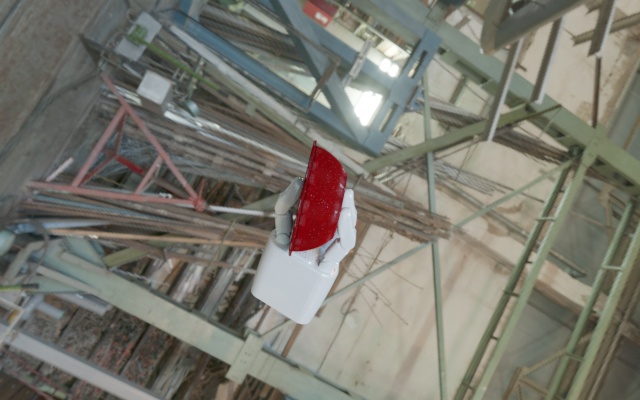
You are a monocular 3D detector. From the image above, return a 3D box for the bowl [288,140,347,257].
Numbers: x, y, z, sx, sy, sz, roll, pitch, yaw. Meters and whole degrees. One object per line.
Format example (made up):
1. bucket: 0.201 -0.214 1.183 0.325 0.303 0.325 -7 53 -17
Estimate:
1. bowl: 0.001 0.001 0.650 0.055 0.162 0.162 12 0 -1
